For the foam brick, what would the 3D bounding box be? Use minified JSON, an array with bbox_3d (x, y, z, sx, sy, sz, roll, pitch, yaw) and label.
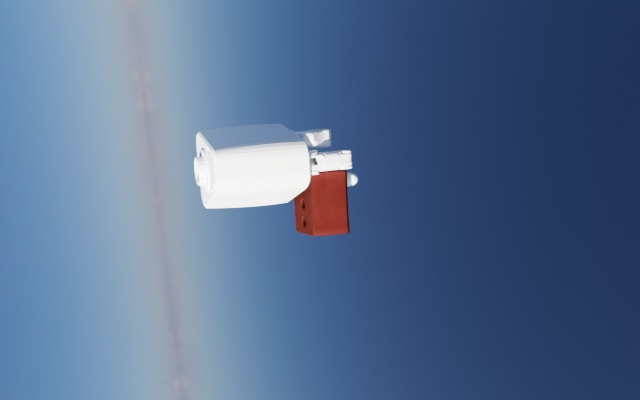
[{"bbox_3d":[0.000,0.002,0.588,0.051,0.078,0.053,-6,6,-27],"label":"foam brick"}]
